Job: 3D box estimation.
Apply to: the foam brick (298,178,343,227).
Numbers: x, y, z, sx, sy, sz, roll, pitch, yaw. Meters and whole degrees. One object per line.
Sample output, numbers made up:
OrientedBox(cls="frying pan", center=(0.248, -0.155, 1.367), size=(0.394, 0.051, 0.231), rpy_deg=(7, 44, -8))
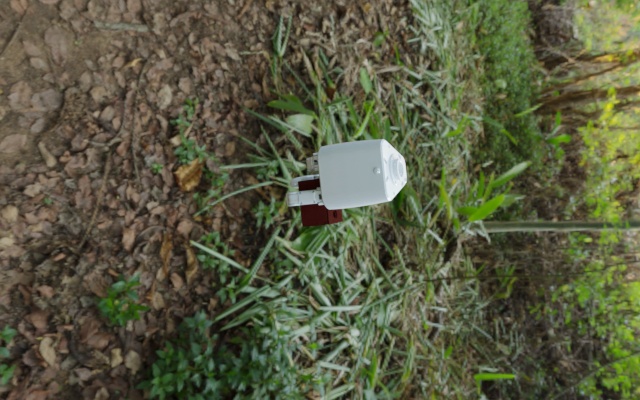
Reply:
OrientedBox(cls="foam brick", center=(0.000, 0.003, 0.790), size=(0.051, 0.078, 0.053), rpy_deg=(-6, 0, 27))
